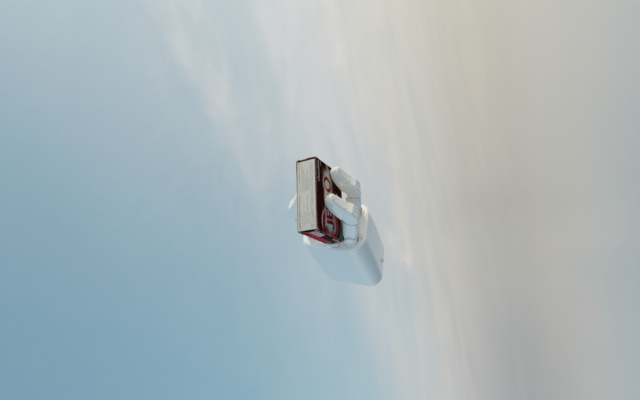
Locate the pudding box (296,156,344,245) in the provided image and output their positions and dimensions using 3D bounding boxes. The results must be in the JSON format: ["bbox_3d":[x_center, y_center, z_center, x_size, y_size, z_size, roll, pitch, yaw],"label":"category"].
[{"bbox_3d":[0.000,0.002,0.713,0.039,0.113,0.090,-12,-19,23],"label":"pudding box"}]
